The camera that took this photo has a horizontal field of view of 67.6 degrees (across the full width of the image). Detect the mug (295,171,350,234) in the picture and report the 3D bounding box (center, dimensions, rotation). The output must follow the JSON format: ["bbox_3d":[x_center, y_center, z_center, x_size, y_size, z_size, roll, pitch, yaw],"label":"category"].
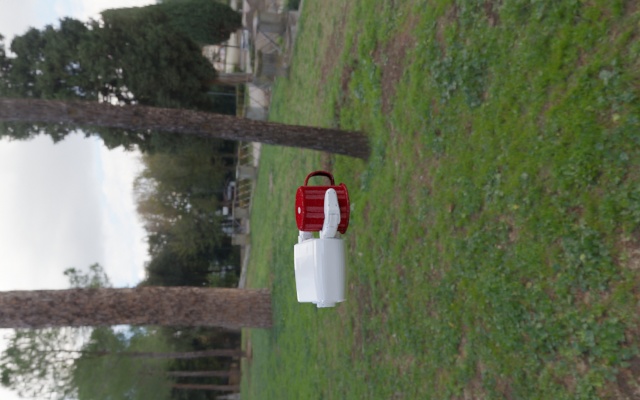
[{"bbox_3d":[0.000,0.001,0.852,0.081,0.117,0.093,0,-13,-13],"label":"mug"}]
